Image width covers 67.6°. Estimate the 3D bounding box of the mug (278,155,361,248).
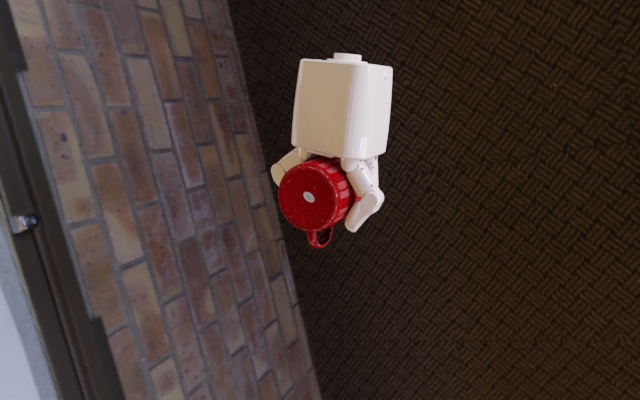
[{"bbox_3d":[0.000,0.003,0.586,0.093,0.117,0.081,12,16,23],"label":"mug"}]
